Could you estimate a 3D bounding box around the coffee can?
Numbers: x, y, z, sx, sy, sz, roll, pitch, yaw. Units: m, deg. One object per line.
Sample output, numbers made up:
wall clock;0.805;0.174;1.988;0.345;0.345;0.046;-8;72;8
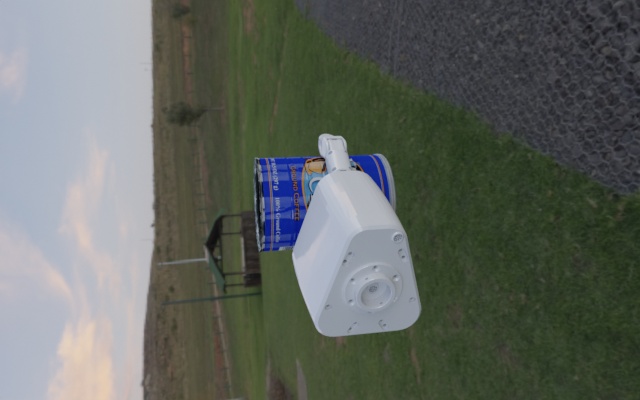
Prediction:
coffee can;0.000;0.002;0.527;0.140;0.103;0.103;-3;0;-11
